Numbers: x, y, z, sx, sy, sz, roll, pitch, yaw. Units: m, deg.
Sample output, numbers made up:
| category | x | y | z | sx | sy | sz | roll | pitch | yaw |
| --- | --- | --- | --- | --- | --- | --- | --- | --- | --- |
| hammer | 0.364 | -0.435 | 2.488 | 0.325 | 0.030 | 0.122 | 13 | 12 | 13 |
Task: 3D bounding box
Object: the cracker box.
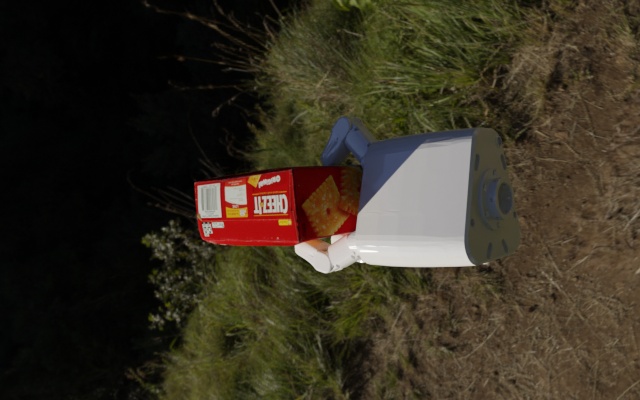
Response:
| category | x | y | z | sx | sy | sz | roll | pitch | yaw |
| --- | --- | --- | --- | --- | --- | --- | --- | --- | --- |
| cracker box | 0.000 | 0.002 | 0.517 | 0.213 | 0.072 | 0.164 | -5 | 1 | -44 |
